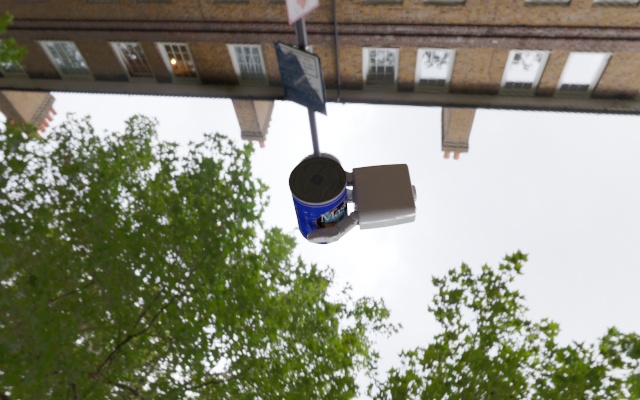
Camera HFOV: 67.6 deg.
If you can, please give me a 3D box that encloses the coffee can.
[{"bbox_3d":[0.000,0.003,0.886,0.103,0.102,0.140,0,-35,6],"label":"coffee can"}]
